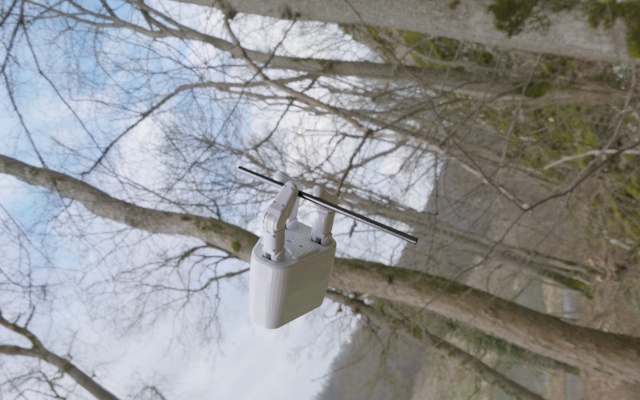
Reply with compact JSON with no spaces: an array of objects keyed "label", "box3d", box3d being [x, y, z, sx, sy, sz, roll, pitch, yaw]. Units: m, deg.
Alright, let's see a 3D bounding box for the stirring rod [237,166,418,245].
[{"label":"stirring rod","box3d":[0.000,0.002,0.557,0.239,0.011,0.011,22,9,22]}]
